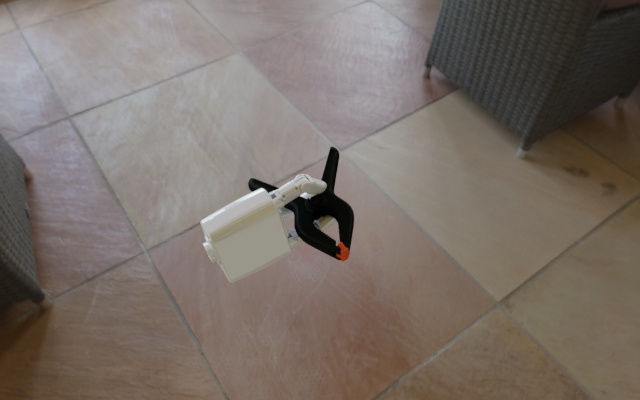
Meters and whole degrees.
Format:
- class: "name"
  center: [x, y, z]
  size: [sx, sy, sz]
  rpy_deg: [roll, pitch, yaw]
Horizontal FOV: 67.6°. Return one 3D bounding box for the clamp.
- class: "clamp"
  center: [0.000, 0.002, 0.763]
  size: [0.164, 0.210, 0.036]
  rpy_deg: [-29, -33, -15]
